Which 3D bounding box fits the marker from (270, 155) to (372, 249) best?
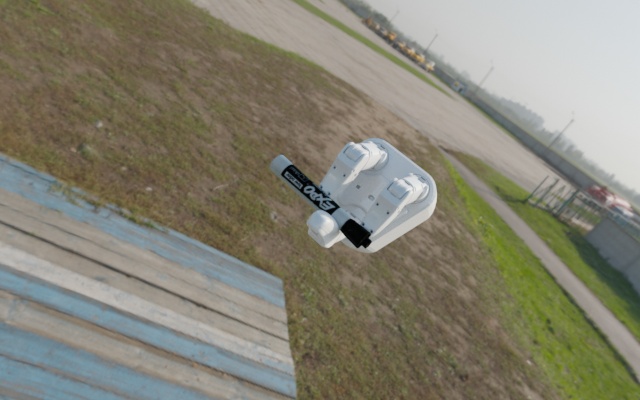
[{"bbox_3d":[0.000,0.001,0.442,0.121,0.020,0.020,42,15,17],"label":"marker"}]
